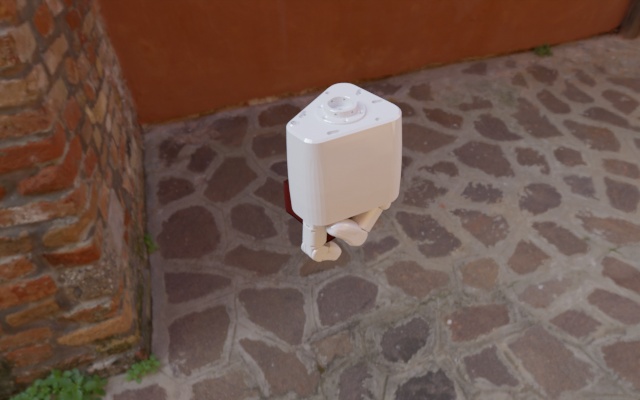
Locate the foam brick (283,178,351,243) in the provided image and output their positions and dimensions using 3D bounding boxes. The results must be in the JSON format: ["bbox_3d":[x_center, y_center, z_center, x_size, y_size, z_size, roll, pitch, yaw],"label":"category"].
[{"bbox_3d":[0.000,0.002,0.568,0.053,0.051,0.078,-32,49,-28],"label":"foam brick"}]
